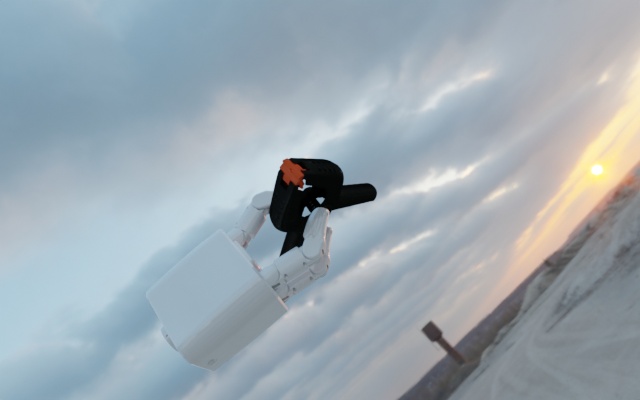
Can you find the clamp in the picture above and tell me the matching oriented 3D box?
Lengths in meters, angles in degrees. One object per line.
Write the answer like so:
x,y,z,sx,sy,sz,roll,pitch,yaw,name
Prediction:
-0.001,0.001,0.547,0.164,0.036,0.210,-40,-23,-12,clamp
